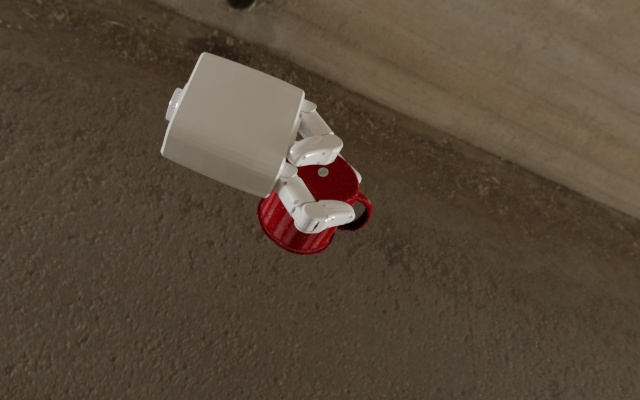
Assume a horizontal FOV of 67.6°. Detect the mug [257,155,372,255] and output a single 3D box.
[{"bbox_3d":[0.001,0.002,0.509,0.117,0.093,0.081,20,-46,-14],"label":"mug"}]
